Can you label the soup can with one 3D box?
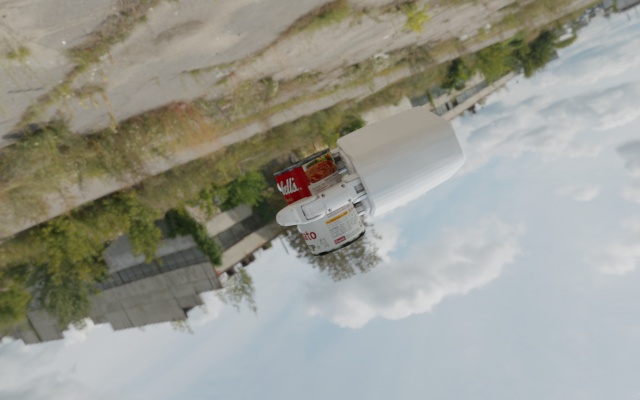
[{"bbox_3d":[0.000,0.002,0.529,0.068,0.102,0.068,-25,7,3],"label":"soup can"}]
